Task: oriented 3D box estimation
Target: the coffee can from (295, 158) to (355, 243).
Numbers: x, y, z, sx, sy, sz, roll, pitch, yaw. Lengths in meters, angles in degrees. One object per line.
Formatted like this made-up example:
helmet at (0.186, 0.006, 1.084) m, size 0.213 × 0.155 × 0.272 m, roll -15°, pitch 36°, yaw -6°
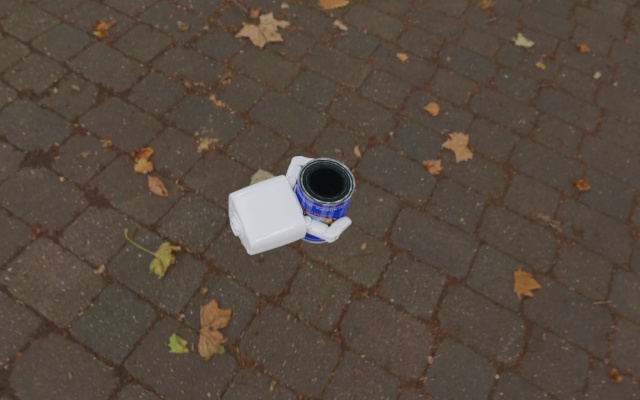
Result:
coffee can at (0.000, 0.003, 0.893) m, size 0.103 × 0.102 × 0.140 m, roll 0°, pitch -33°, yaw -11°
